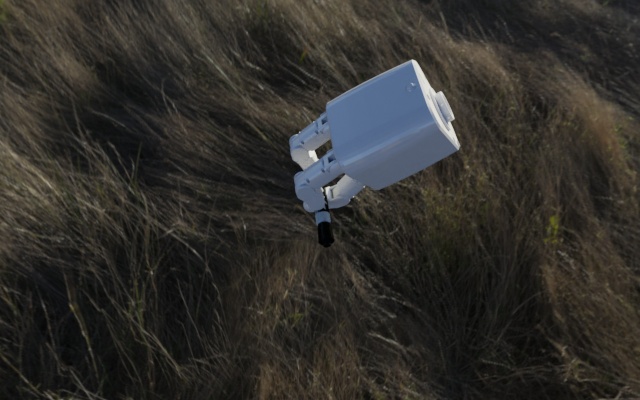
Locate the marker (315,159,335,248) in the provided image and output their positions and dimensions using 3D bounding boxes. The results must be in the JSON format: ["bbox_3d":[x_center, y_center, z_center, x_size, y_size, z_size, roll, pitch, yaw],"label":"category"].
[{"bbox_3d":[0.000,0.002,0.576,0.020,0.121,0.020,-6,-33,-4],"label":"marker"}]
